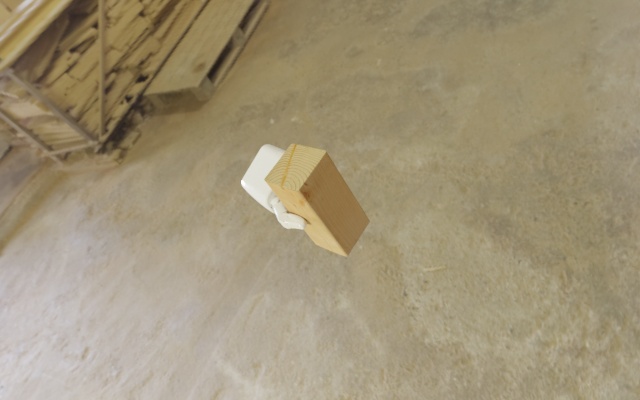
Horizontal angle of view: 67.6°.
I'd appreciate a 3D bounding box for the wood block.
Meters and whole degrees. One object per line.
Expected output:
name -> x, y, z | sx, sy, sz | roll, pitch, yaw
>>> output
wood block -> 0.000, 0.003, 0.879 | 0.090, 0.090, 0.206 | 18, -26, 41
